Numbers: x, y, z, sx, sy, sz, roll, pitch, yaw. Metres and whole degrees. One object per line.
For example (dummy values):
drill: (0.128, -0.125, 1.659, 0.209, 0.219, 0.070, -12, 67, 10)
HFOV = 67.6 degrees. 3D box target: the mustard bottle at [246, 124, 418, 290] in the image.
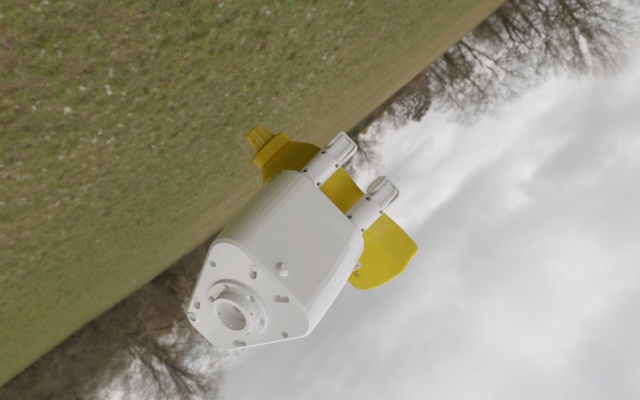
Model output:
mustard bottle: (0.000, 0.002, 0.467, 0.058, 0.191, 0.096, -47, 6, -30)
